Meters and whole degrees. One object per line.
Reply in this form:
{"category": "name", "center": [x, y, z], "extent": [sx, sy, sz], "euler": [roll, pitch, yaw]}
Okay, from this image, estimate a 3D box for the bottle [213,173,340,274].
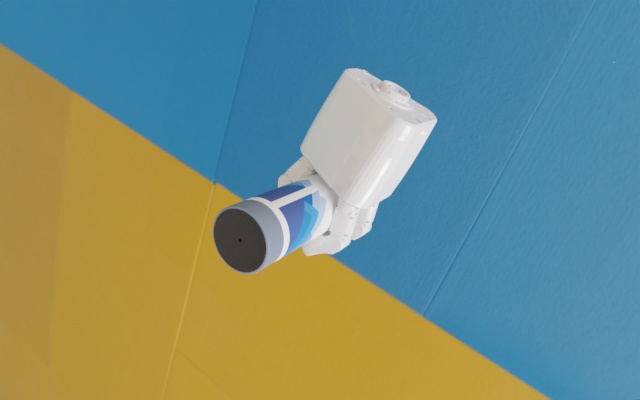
{"category": "bottle", "center": [0.000, 0.002, 0.560], "extent": [0.069, 0.069, 0.295], "euler": [0, 14, 32]}
